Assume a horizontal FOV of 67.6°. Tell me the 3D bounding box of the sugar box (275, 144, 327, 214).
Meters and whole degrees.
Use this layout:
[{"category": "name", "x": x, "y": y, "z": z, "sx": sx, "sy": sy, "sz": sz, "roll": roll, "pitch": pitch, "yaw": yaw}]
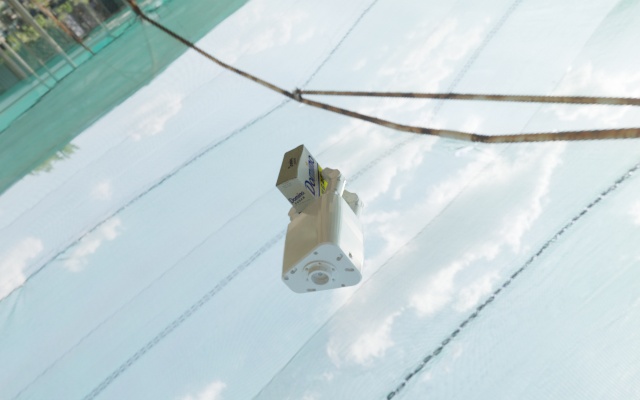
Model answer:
[{"category": "sugar box", "x": 0.001, "y": 0.003, "z": 0.780, "sx": 0.048, "sy": 0.176, "sz": 0.093, "roll": -22, "pitch": 34, "yaw": 23}]
